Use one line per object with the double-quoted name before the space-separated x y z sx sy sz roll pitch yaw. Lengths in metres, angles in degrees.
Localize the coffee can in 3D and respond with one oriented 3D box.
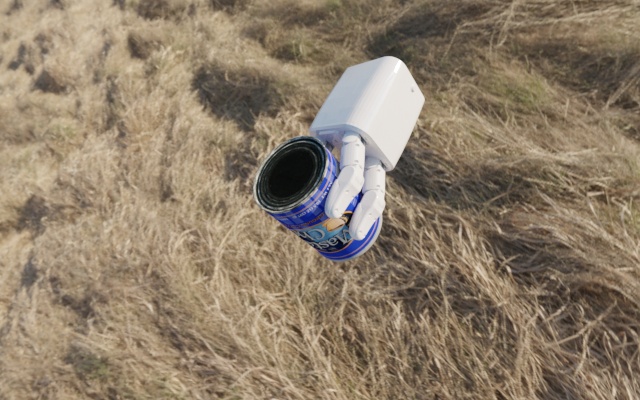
"coffee can" 0.000 0.002 0.588 0.103 0.102 0.140 0 -28 36
